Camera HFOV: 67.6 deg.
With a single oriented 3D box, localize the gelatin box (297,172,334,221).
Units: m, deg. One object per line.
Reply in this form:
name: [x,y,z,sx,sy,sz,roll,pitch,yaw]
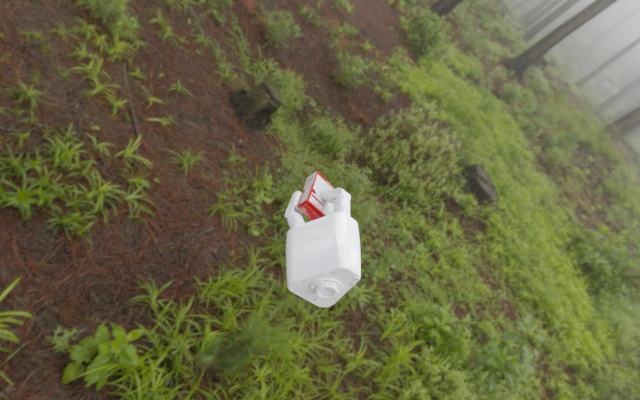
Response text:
gelatin box: [0.001,0.002,0.849,0.030,0.073,0.089,-32,26,32]
